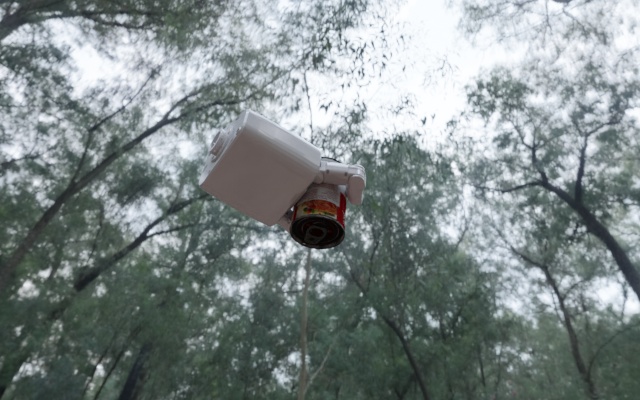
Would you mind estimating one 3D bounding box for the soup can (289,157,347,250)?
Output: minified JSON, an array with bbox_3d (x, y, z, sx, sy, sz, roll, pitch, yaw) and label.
[{"bbox_3d":[0.001,0.002,0.612,0.068,0.102,0.069,4,-41,3],"label":"soup can"}]
